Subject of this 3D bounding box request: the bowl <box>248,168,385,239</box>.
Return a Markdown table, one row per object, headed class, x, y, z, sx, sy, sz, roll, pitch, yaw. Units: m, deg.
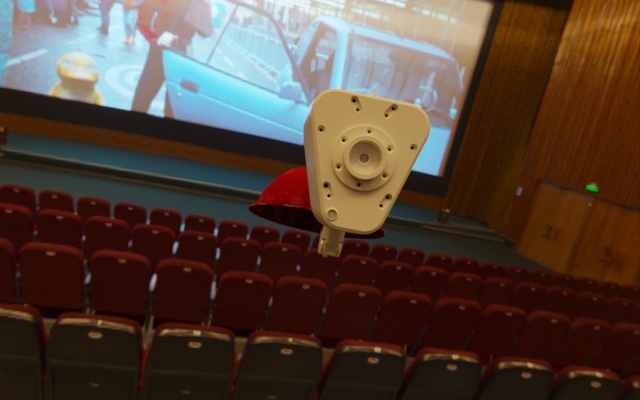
| class | x | y | z | sx | sy | sz | roll | pitch | yaw |
| --- | --- | --- | --- | --- | --- | --- | --- | --- | --- |
| bowl | 0.000 | 0.002 | 0.564 | 0.162 | 0.055 | 0.162 | 11 | -12 | 2 |
